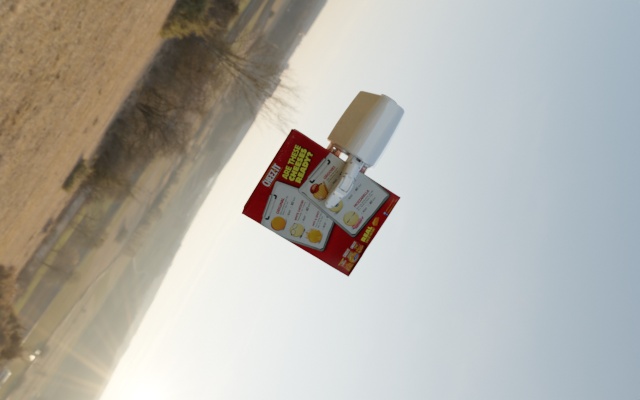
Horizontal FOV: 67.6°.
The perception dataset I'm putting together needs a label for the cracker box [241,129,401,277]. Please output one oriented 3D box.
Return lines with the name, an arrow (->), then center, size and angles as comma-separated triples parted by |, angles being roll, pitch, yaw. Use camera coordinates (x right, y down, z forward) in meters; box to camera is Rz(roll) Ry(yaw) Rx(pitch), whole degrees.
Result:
cracker box -> 0.000, 0.003, 0.811 | 0.214, 0.164, 0.072 | 32, 4, -11
